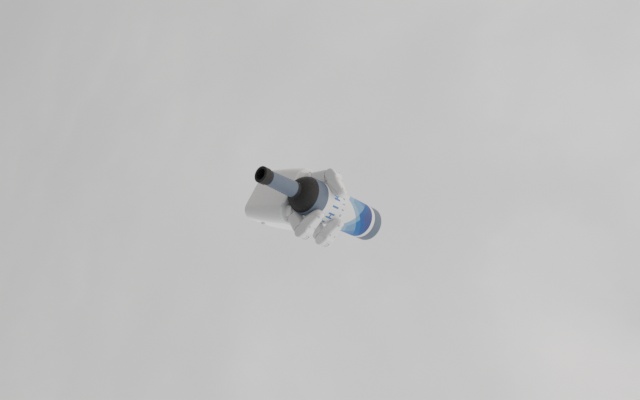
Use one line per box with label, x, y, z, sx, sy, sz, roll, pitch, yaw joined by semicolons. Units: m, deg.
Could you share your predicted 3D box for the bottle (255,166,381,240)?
bottle;0.000;0.003;0.842;0.069;0.069;0.296;0;-17;41
